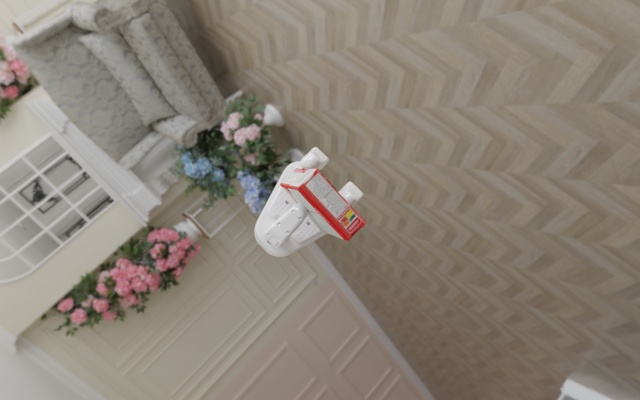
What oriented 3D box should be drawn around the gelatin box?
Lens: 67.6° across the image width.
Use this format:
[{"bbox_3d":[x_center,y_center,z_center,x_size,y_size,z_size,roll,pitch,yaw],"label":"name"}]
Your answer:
[{"bbox_3d":[0.000,0.002,0.489,0.030,0.073,0.089,-44,14,-9],"label":"gelatin box"}]
